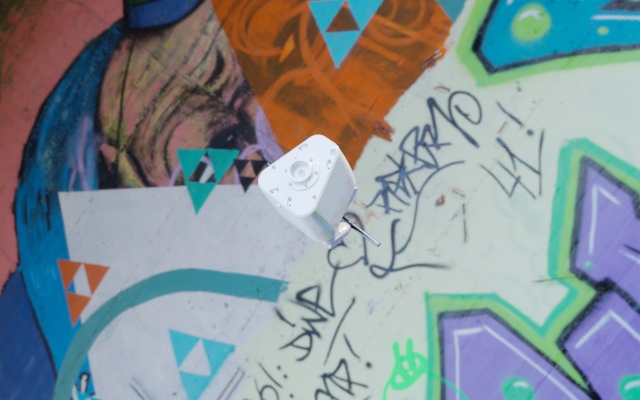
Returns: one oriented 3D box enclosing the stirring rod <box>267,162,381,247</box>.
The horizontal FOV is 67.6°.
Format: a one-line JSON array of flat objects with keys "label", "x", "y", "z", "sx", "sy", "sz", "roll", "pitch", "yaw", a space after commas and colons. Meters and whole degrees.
[{"label": "stirring rod", "x": 0.000, "y": 0.003, "z": 0.773, "sx": 0.239, "sy": 0.011, "sz": 0.011, "roll": 36, "pitch": 16, "yaw": 23}]
